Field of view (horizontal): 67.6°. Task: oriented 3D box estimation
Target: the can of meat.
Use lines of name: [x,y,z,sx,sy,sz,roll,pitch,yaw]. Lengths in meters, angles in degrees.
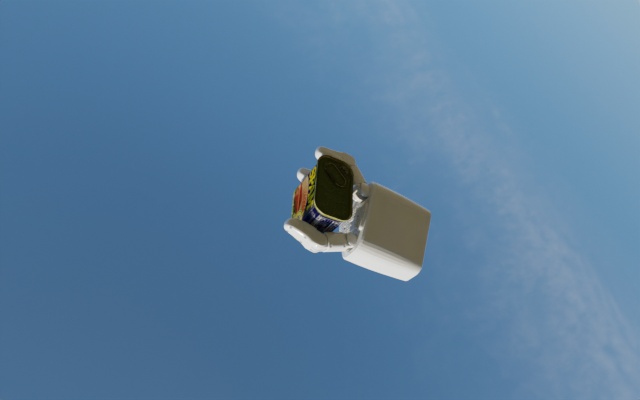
can of meat: [0.000,0.002,0.667,0.057,0.102,0.084,20,-39,-20]
